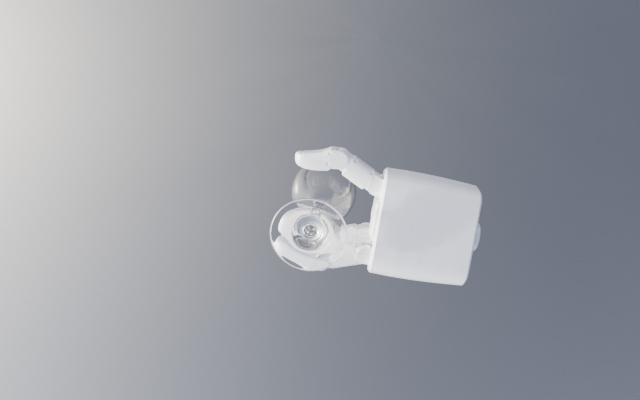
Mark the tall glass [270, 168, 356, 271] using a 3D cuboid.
[{"bbox_3d":[0.000,0.002,0.541,0.079,0.079,0.201,0,19,7],"label":"tall glass"}]
